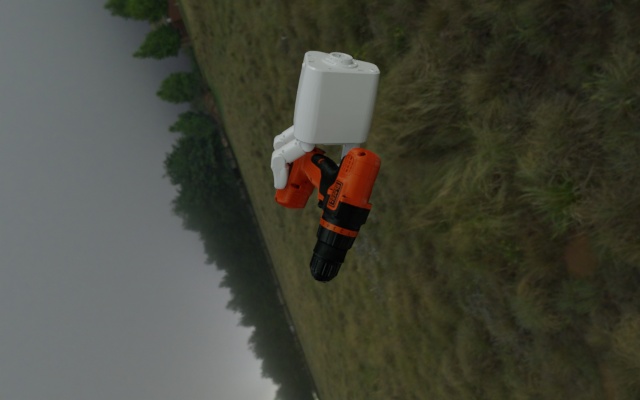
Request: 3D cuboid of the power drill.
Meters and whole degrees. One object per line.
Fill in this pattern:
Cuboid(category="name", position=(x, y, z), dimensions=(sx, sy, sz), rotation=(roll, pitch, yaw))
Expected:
Cuboid(category="power drill", position=(0.000, 0.002, 0.682), dimensions=(0.057, 0.184, 0.187), rotation=(17, 8, -33))
